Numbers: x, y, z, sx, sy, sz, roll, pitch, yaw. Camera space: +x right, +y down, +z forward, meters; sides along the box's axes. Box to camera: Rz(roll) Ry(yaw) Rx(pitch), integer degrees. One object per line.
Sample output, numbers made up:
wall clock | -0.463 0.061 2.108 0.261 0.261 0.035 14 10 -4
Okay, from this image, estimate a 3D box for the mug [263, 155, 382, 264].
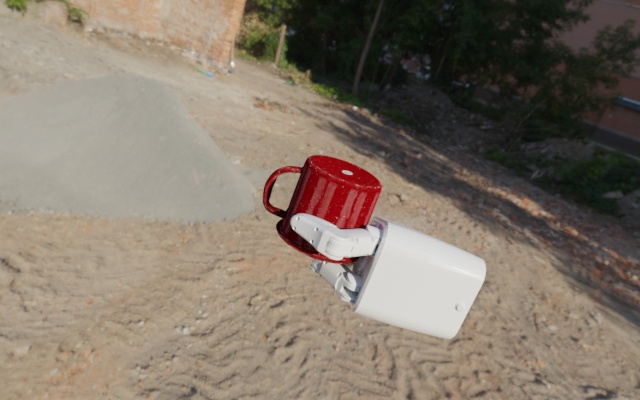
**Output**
mug | -0.001 0.001 0.483 0.117 0.081 0.093 19 19 -5
